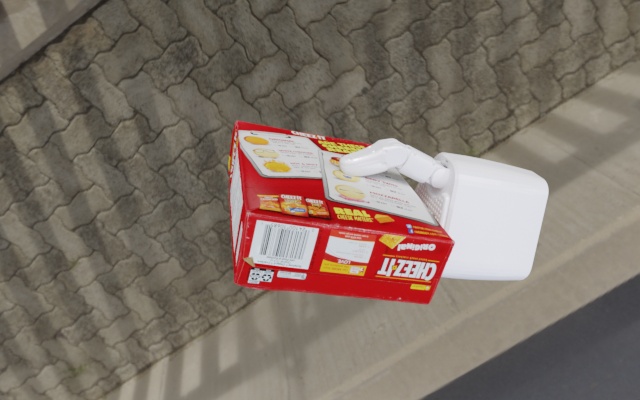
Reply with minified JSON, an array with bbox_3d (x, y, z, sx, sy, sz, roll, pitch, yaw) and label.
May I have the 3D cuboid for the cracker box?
[{"bbox_3d":[0.000,0.001,0.446,0.164,0.072,0.213,8,24,-16],"label":"cracker box"}]
